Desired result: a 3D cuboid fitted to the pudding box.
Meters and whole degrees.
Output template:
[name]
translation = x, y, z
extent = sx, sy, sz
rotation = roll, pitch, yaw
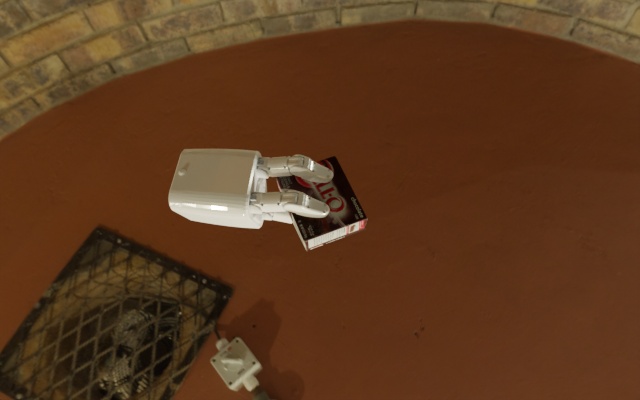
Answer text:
[pudding box]
translation = 0.000, 0.002, 0.649
extent = 0.090, 0.113, 0.039
rotation = -20, -27, -10
